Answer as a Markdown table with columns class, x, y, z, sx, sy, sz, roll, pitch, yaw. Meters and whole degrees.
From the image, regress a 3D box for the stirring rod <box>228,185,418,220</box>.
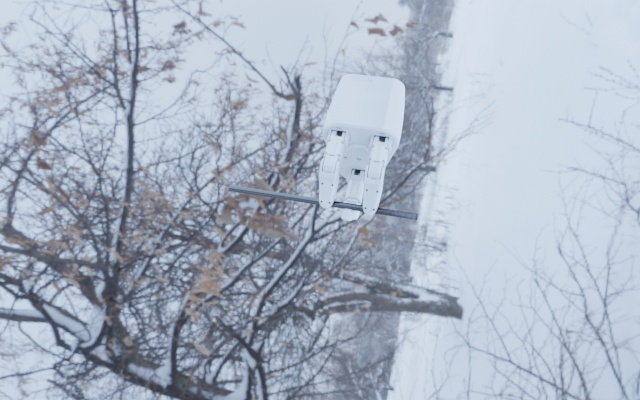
| class | x | y | z | sx | sy | sz | roll | pitch | yaw |
| --- | --- | --- | --- | --- | --- | --- | --- | --- | --- |
| stirring rod | 0.000 | 0.002 | 0.597 | 0.239 | 0.011 | 0.011 | 9 | 1 | 9 |
